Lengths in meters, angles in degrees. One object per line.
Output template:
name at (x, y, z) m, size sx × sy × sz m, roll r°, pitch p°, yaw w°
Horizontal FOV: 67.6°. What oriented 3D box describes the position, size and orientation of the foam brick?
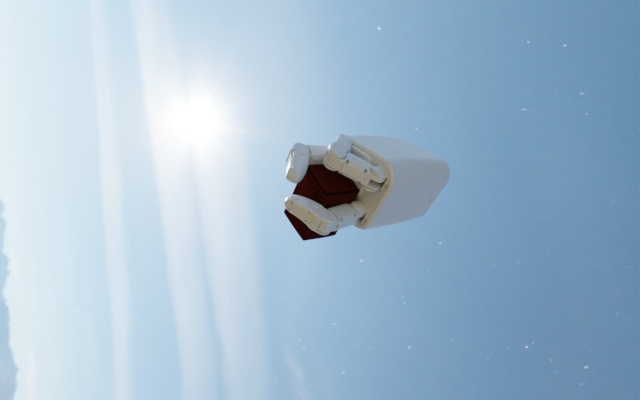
foam brick at (0.000, 0.002, 0.572) m, size 0.051 × 0.078 × 0.053 m, roll -7°, pitch 48°, yaw -37°
